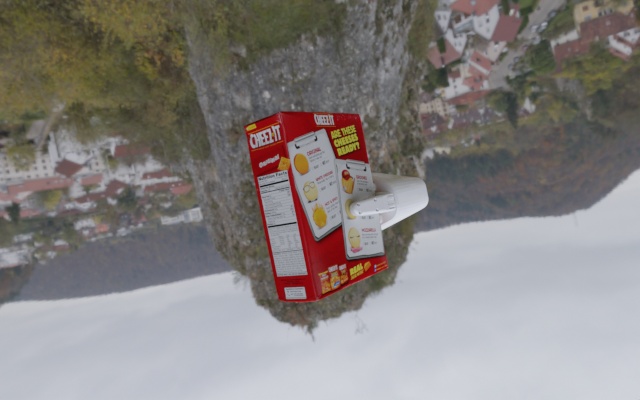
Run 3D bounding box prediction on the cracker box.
[{"bbox_3d":[0.000,0.002,0.600,0.072,0.213,0.164,-11,0,38],"label":"cracker box"}]
